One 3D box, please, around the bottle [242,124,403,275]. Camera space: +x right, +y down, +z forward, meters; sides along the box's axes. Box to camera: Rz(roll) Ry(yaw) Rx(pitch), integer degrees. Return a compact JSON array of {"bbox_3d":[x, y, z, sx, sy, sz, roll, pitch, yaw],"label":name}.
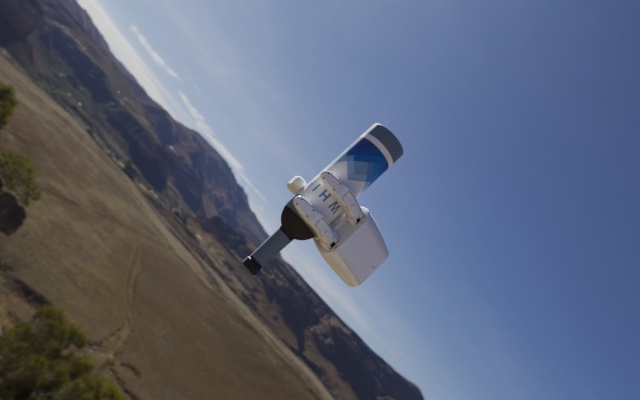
[{"bbox_3d":[0.000,0.002,0.726,0.295,0.069,0.069,-43,9,-10],"label":"bottle"}]
